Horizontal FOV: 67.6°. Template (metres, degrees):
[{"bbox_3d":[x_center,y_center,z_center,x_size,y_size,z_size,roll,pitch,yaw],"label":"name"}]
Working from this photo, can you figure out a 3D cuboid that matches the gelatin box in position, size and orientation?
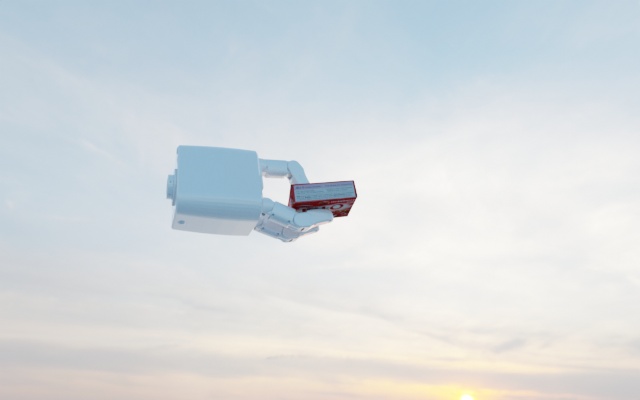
[{"bbox_3d":[0.000,0.002,0.658,0.089,0.030,0.073,-5,-22,-10],"label":"gelatin box"}]
